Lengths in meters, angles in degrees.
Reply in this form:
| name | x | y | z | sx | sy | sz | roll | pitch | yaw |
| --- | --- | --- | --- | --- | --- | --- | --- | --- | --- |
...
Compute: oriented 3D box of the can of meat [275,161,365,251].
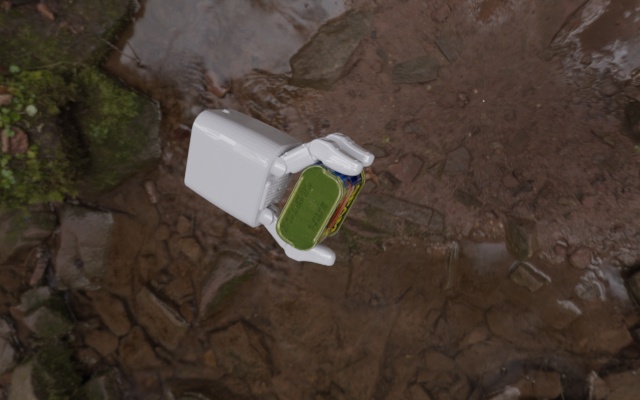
| name | x | y | z | sx | sy | sz | roll | pitch | yaw |
| --- | --- | --- | --- | --- | --- | --- | --- | --- | --- |
| can of meat | 0.000 | 0.002 | 0.547 | 0.057 | 0.102 | 0.084 | 32 | 20 | 11 |
